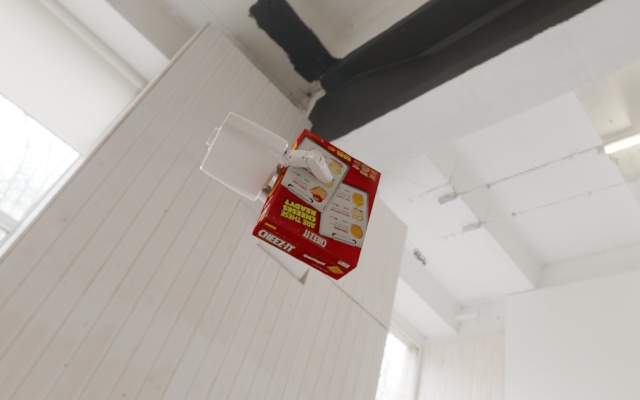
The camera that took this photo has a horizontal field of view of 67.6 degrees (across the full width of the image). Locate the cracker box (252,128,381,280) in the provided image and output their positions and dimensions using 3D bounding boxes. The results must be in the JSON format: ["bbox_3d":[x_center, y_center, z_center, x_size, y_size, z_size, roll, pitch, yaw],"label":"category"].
[{"bbox_3d":[0.000,0.002,0.803,0.164,0.213,0.072,30,-41,-11],"label":"cracker box"}]
